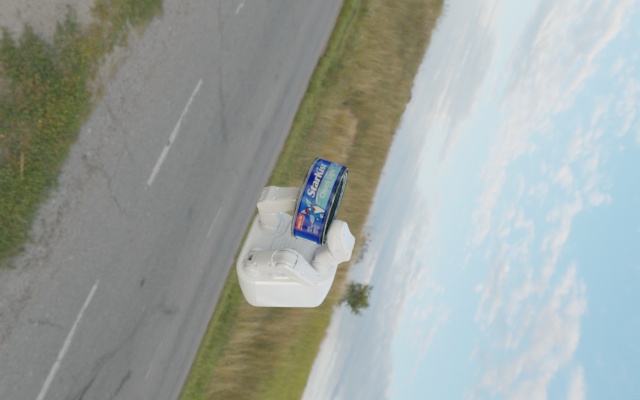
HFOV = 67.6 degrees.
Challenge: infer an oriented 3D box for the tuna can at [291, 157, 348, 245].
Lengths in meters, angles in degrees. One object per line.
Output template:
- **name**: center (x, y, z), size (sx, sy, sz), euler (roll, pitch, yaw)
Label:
- **tuna can**: center (0.001, 0.002, 0.486), size (0.034, 0.086, 0.086), euler (18, 2, 7)
